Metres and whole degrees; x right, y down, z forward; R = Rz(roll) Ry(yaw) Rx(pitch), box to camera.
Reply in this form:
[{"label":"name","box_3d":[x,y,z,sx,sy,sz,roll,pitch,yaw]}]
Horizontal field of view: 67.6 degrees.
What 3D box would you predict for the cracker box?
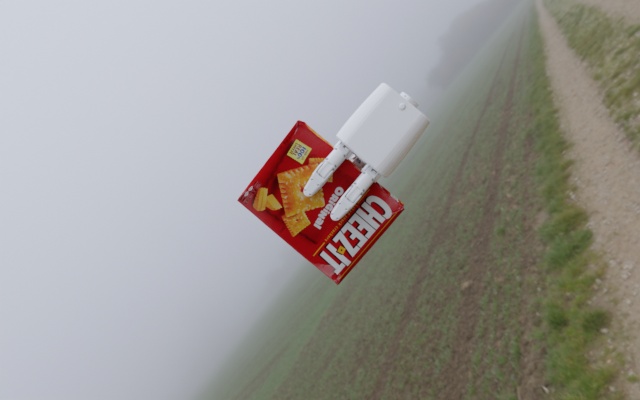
[{"label":"cracker box","box_3d":[0.000,0.002,0.762,0.213,0.164,0.072,40,10,2]}]
